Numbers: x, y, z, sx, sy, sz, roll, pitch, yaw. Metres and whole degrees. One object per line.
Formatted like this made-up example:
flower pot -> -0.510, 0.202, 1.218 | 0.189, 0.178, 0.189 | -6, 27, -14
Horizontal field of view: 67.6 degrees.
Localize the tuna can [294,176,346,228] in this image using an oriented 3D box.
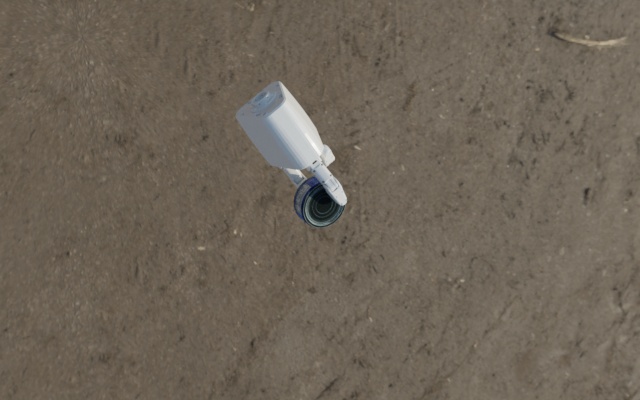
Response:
tuna can -> 0.000, 0.003, 0.805 | 0.086, 0.086, 0.033 | 0, 21, -31
